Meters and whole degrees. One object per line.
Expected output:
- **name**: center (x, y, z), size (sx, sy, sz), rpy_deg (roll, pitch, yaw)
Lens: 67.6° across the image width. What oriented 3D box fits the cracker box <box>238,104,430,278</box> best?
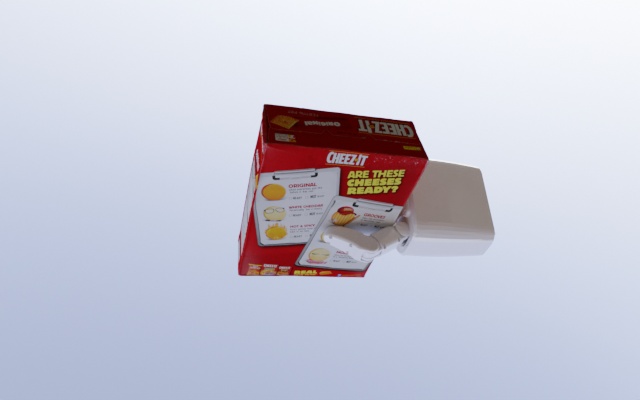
- **cracker box**: center (0.000, 0.002, 0.538), size (0.164, 0.072, 0.214), rpy_deg (4, -43, -15)
